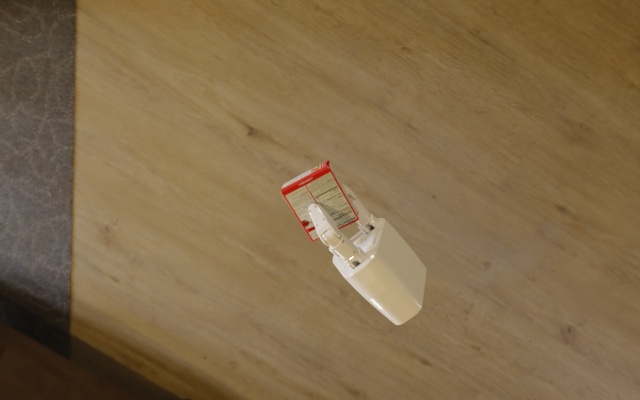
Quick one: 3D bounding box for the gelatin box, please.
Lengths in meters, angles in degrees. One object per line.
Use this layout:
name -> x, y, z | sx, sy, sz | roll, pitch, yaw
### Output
gelatin box -> 0.000, 0.002, 0.642 | 0.073, 0.089, 0.030 | -27, 21, 12
